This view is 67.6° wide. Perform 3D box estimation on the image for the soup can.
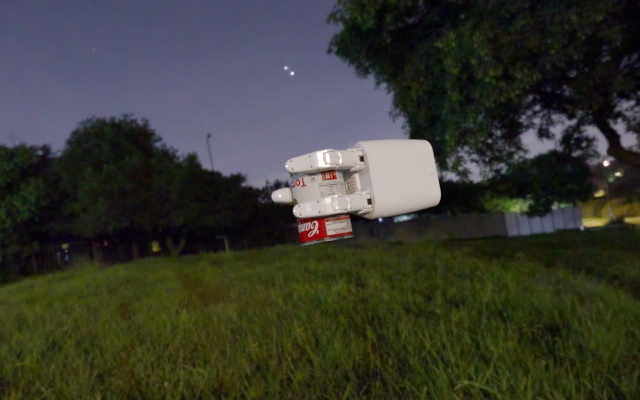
[{"bbox_3d":[0.000,0.002,0.607,0.068,0.102,0.068,-10,-5,-1],"label":"soup can"}]
